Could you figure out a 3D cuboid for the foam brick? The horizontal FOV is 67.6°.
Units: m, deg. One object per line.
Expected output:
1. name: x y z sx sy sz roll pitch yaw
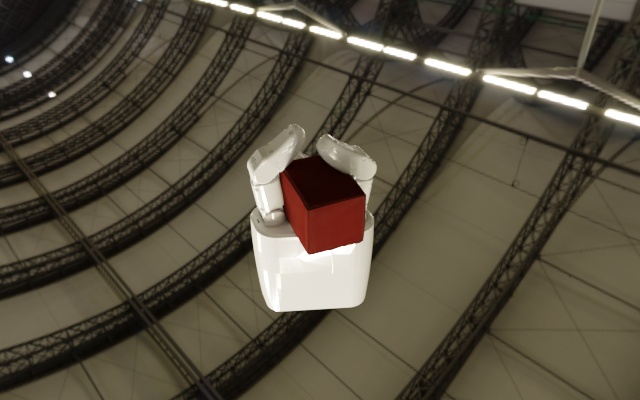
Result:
1. foam brick: 0.000 0.001 0.418 0.053 0.051 0.078 -12 36 -17
